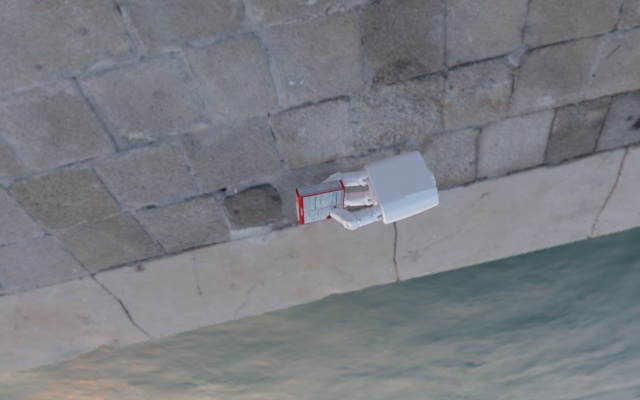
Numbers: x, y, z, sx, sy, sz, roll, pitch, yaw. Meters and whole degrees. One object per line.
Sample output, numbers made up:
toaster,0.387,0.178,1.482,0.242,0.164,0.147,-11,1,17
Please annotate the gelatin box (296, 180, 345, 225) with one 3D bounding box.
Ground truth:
gelatin box,0.000,0.003,0.887,0.089,0.073,0.030,-12,46,-11
